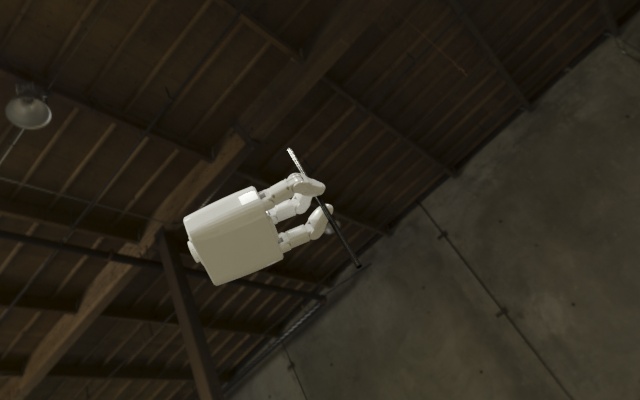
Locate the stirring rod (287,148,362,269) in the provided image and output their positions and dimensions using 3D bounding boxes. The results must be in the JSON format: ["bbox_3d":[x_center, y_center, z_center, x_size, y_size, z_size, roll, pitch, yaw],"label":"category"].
[{"bbox_3d":[0.000,0.002,0.680,0.011,0.011,0.239,0,43,-34],"label":"stirring rod"}]
